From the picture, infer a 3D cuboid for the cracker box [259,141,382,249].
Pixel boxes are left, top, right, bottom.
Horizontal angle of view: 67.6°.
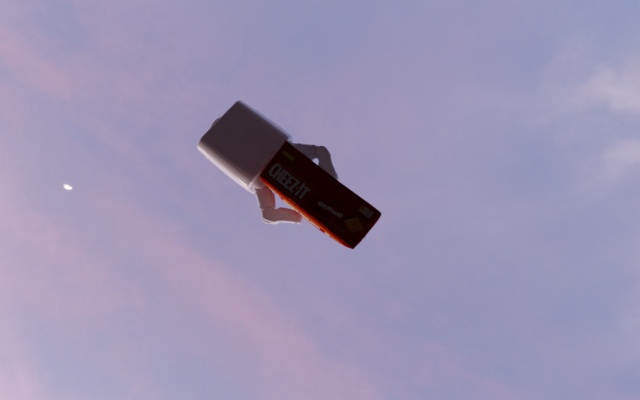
[{"bbox_3d":[0.000,0.002,0.735,0.164,0.072,0.214,37,-3,4],"label":"cracker box"}]
